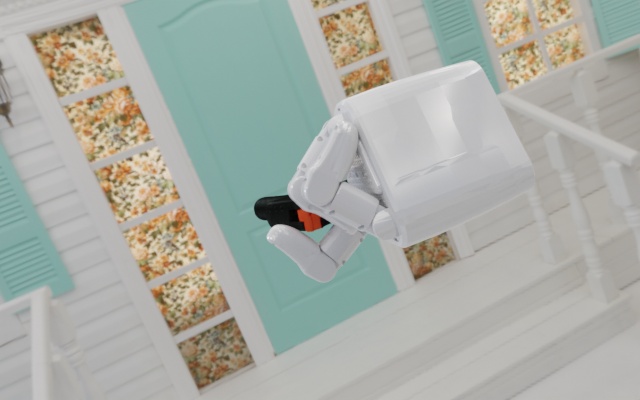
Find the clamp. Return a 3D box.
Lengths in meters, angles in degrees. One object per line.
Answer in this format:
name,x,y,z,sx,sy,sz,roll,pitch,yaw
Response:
clamp,0.000,0.001,0.445,0.120,0.039,0.171,-19,8,-9
